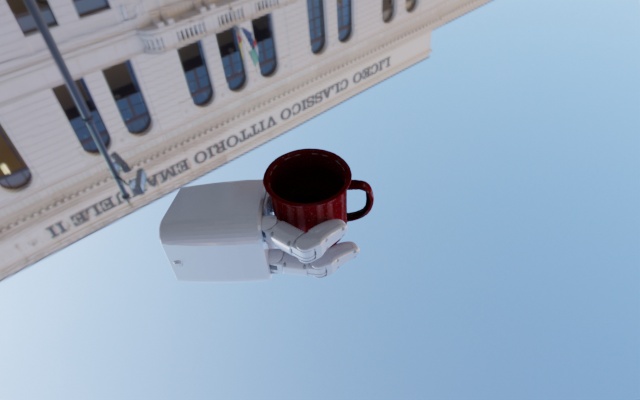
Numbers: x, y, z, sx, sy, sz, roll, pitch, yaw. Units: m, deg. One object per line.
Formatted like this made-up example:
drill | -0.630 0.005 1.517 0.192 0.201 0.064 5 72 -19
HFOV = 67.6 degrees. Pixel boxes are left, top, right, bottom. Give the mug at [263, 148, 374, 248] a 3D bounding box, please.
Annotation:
mug | 0.002 0.002 0.527 0.117 0.082 0.093 -4 44 0
